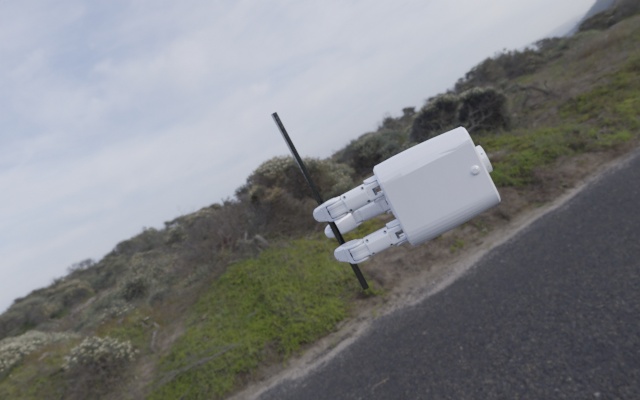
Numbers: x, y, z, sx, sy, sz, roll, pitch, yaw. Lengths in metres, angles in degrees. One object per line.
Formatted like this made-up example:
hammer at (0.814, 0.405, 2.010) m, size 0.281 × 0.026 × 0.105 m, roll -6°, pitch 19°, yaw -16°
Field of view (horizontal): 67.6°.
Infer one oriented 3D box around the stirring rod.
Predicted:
stirring rod at (0.000, 0.002, 0.579) m, size 0.011 × 0.239 × 0.011 m, roll -28°, pitch 4°, yaw 2°
